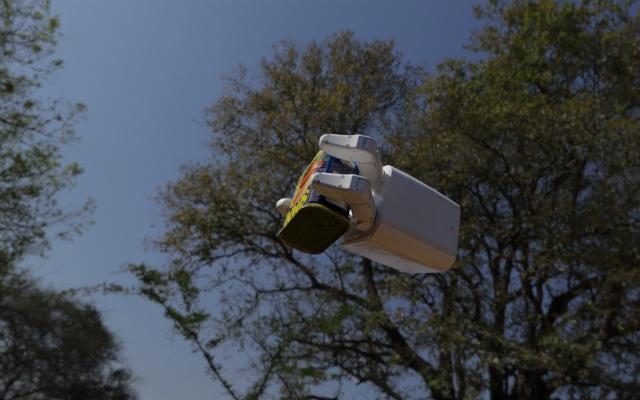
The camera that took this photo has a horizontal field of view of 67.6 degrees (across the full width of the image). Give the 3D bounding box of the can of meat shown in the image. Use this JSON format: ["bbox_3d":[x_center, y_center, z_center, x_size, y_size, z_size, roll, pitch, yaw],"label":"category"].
[{"bbox_3d":[0.000,0.002,0.544,0.057,0.084,0.102,24,-34,-13],"label":"can of meat"}]
